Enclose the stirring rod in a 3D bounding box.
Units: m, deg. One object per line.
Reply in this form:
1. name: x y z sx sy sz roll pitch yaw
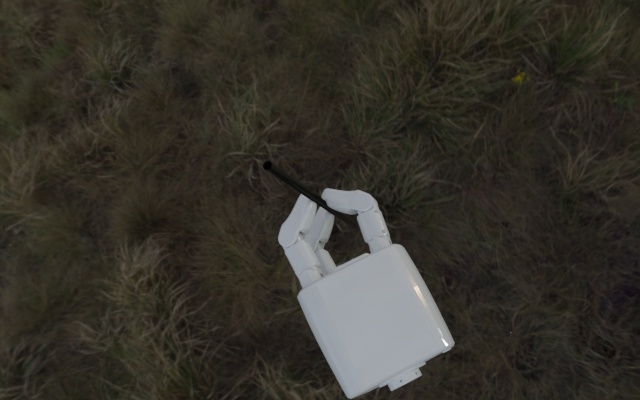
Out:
1. stirring rod: 0.000 0.002 0.495 0.011 0.011 0.239 0 -14 22
